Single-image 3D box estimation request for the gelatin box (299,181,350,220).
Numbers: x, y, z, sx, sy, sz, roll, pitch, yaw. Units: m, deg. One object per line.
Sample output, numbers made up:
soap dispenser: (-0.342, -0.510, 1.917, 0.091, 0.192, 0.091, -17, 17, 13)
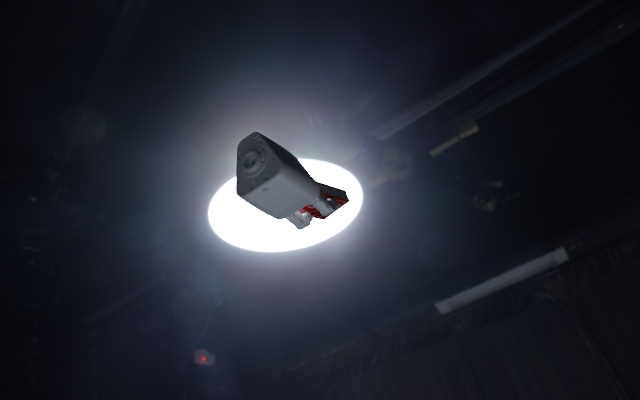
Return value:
gelatin box: (0.000, 0.003, 0.893, 0.073, 0.030, 0.089, -38, -32, 29)
